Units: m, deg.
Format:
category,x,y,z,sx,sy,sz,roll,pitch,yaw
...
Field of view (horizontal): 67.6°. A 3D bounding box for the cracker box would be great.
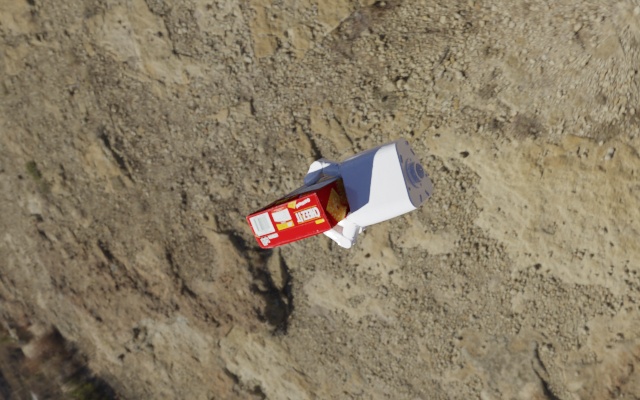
category,x,y,z,sx,sy,sz,roll,pitch,yaw
cracker box,0.000,0.003,0.853,0.164,0.072,0.213,-19,8,37
